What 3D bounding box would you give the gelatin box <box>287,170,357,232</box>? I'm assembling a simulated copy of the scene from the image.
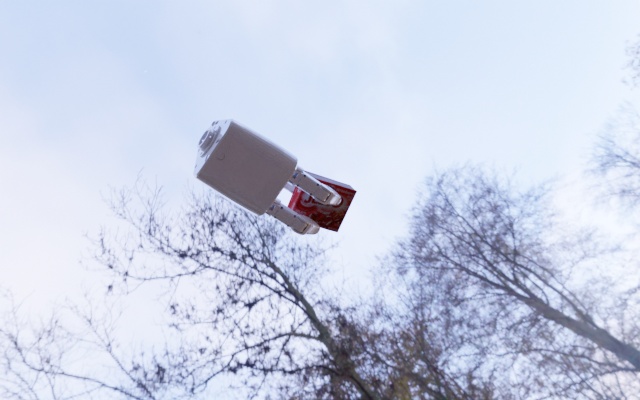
[{"bbox_3d":[0.000,0.002,0.718,0.089,0.073,0.030,16,16,-28],"label":"gelatin box"}]
